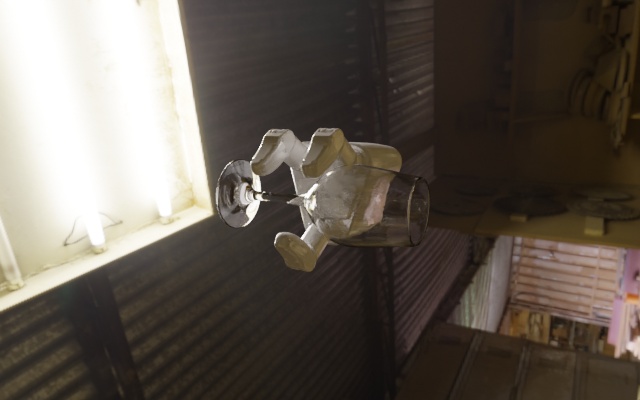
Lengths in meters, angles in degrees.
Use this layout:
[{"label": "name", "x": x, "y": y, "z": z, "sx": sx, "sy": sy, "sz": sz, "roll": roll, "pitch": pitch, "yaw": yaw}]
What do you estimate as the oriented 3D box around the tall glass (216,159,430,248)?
[{"label": "tall glass", "x": -0.001, "y": 0.002, "z": 0.464, "sx": 0.201, "sy": 0.079, "sz": 0.079, "roll": 6, "pitch": 3, "yaw": 29}]
